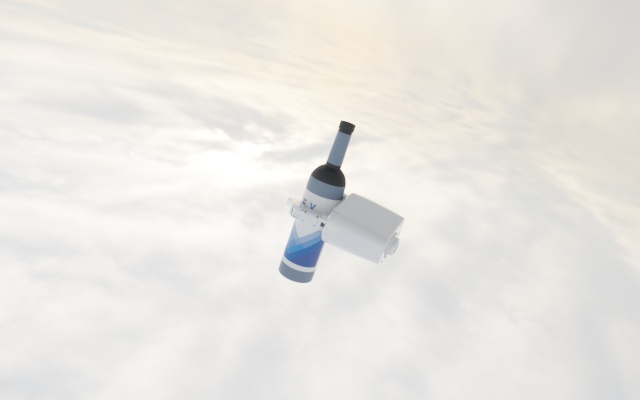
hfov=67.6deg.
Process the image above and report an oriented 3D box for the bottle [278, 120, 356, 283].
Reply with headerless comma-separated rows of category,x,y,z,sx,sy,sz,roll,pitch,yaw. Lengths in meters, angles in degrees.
bottle,0.000,0.003,0.842,0.069,0.296,0.069,18,17,-5
